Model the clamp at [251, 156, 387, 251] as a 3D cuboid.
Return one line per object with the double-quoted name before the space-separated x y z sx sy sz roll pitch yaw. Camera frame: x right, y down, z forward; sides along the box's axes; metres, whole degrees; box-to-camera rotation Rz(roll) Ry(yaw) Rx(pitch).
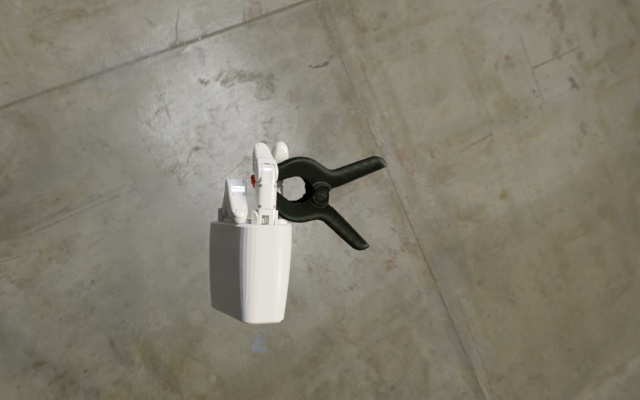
"clamp" 0.000 0.002 0.579 0.171 0.120 0.039 2 0 -19
